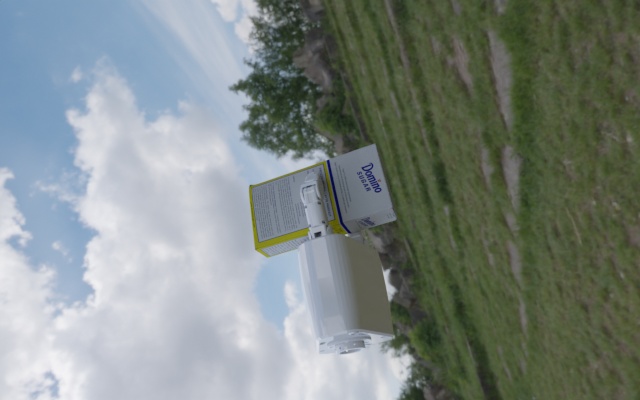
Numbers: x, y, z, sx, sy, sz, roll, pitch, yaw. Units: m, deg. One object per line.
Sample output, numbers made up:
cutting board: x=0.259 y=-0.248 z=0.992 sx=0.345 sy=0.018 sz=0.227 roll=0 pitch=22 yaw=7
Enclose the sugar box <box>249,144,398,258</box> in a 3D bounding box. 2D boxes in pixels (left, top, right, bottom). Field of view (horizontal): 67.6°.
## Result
sugar box: x=0.000 y=0.002 z=0.597 sx=0.176 sy=0.093 sz=0.048 roll=-16 pitch=-26 yaw=11
